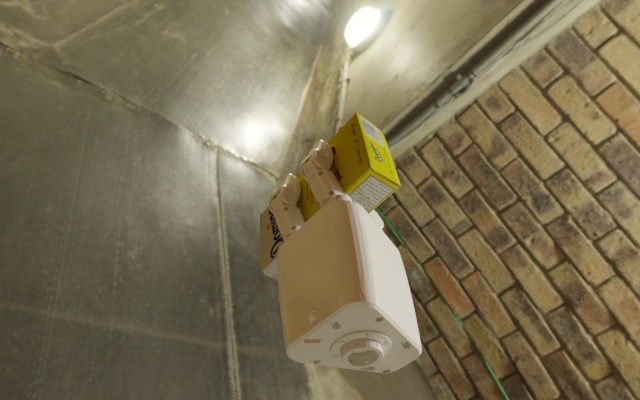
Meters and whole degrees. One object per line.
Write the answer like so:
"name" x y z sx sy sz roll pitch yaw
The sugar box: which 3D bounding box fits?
"sugar box" 0.000 0.001 0.500 0.048 0.093 0.176 30 -57 -29
